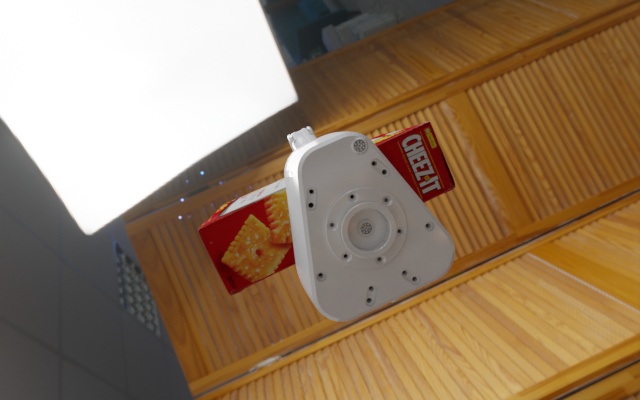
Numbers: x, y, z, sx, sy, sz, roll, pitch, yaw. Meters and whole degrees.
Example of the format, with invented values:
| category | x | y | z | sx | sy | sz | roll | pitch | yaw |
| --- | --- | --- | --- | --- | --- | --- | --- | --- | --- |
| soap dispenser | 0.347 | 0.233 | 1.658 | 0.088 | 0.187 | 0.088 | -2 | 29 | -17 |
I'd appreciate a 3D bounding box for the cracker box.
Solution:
| category | x | y | z | sx | sy | sz | roll | pitch | yaw |
| --- | --- | --- | --- | --- | --- | --- | --- | --- | --- |
| cracker box | 0.000 | 0.001 | 0.473 | 0.213 | 0.072 | 0.164 | -24 | 7 | -4 |
